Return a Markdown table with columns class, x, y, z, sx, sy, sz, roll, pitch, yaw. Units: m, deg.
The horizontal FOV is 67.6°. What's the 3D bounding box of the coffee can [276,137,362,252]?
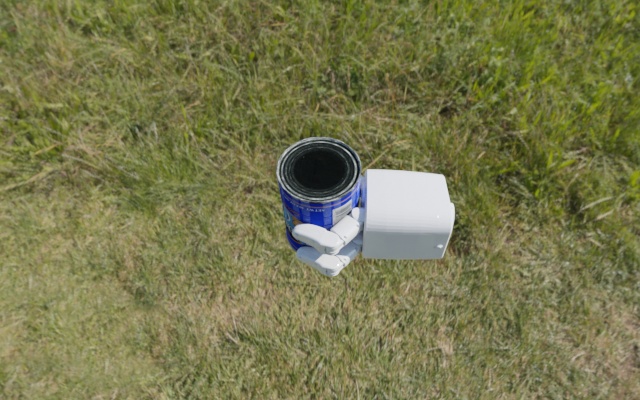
| class | x | y | z | sx | sy | sz | roll | pitch | yaw |
| --- | --- | --- | --- | --- | --- | --- | --- | --- | --- |
| coffee can | 0.000 | 0.002 | 0.625 | 0.103 | 0.102 | 0.140 | 0 | -36 | 2 |
